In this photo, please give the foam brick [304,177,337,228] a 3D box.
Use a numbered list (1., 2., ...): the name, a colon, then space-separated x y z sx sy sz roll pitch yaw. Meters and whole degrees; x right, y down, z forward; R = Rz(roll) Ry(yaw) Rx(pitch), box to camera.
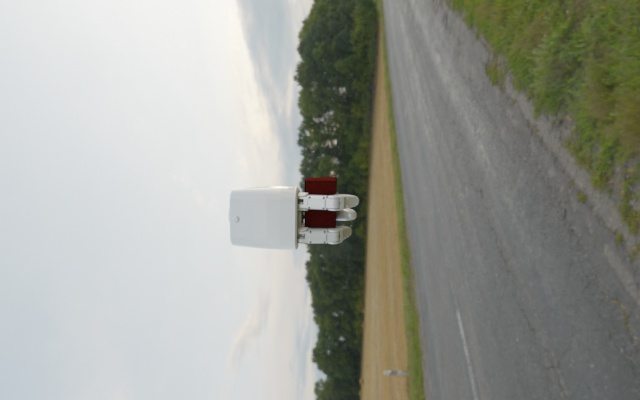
1. foam brick: 0.000 0.002 0.773 0.051 0.078 0.053 1 8 2
